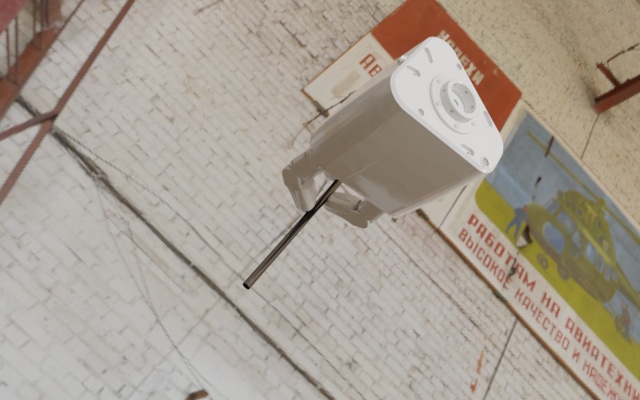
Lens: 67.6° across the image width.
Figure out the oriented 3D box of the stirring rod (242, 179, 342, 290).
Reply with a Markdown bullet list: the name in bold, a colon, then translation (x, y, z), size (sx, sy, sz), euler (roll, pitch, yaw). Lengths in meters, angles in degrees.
- **stirring rod**: translation (0.000, 0.002, 0.483), size (0.011, 0.011, 0.239), euler (0, 37, 42)
